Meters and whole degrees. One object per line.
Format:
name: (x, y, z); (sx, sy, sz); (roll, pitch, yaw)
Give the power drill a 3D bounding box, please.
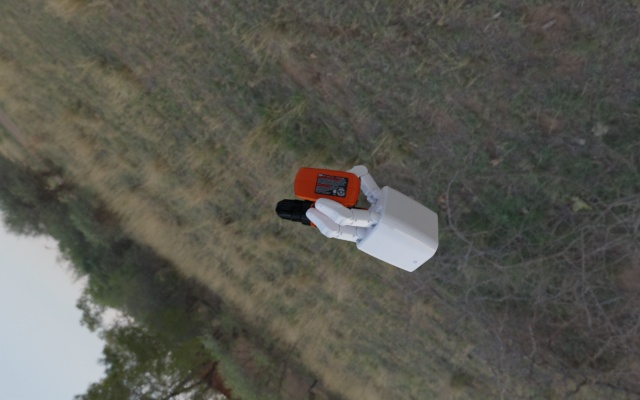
power drill: (0.000, 0.003, 0.844); (0.184, 0.057, 0.188); (6, -18, 6)
